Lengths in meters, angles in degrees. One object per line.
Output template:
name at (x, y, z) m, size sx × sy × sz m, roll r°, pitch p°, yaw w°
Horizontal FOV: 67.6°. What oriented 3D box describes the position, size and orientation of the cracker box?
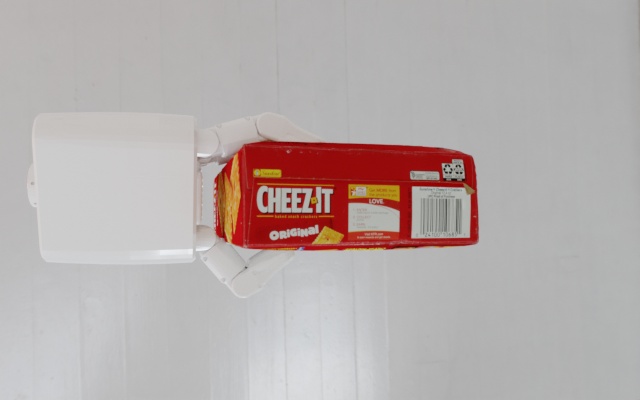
cracker box at (0.000, 0.001, 0.402) m, size 0.164 × 0.072 × 0.214 m, roll 0°, pitch -2°, yaw -17°
